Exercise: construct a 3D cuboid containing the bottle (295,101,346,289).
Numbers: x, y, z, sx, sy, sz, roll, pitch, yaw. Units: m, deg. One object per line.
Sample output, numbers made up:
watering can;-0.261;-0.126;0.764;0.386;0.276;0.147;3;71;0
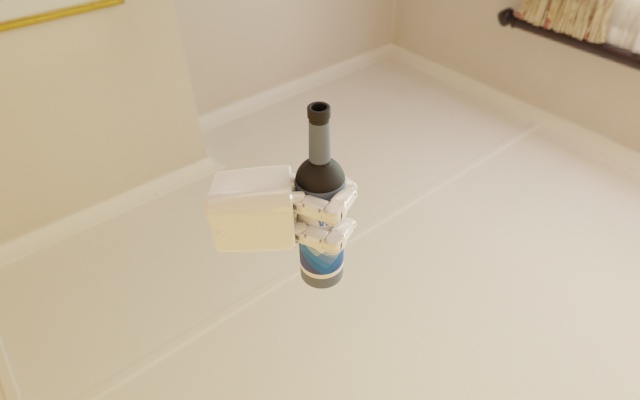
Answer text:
bottle;0.000;0.002;0.646;0.069;0.296;0.069;-1;42;1
